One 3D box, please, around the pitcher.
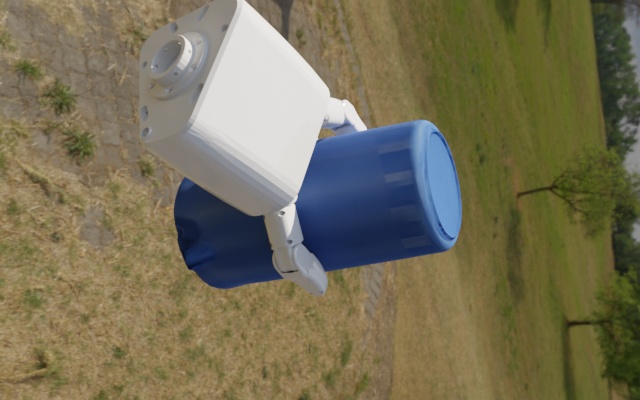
[{"bbox_3d":[0.000,0.001,0.447,0.243,0.149,0.145,-11,-29,29],"label":"pitcher"}]
